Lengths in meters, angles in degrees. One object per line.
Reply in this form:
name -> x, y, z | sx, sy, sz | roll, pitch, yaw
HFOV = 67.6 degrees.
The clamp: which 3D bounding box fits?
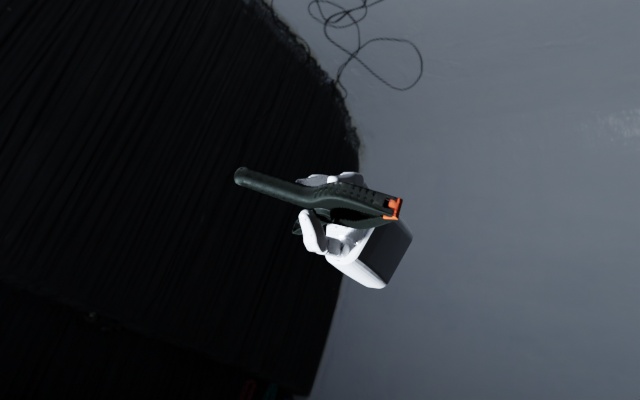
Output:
clamp -> 0.000, 0.003, 0.614 | 0.210, 0.036, 0.165 | -2, -29, 38
